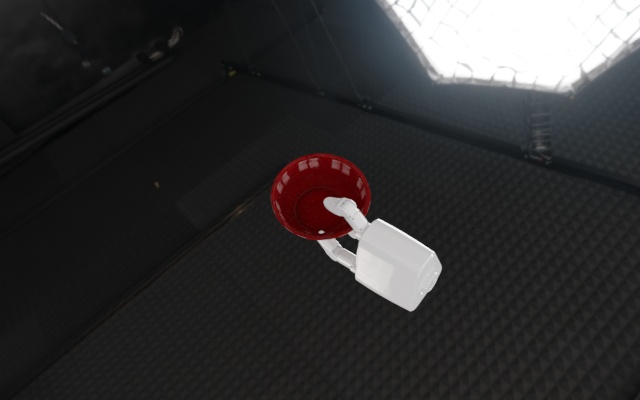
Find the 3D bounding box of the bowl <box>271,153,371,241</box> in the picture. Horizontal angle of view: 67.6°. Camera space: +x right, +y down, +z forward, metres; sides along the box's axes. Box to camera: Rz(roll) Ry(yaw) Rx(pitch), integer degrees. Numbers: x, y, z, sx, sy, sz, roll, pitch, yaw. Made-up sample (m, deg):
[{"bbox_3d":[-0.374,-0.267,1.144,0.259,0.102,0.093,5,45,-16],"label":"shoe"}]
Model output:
[{"bbox_3d":[-0.001,0.002,0.794,0.162,0.162,0.055,0,-29,0],"label":"bowl"}]
